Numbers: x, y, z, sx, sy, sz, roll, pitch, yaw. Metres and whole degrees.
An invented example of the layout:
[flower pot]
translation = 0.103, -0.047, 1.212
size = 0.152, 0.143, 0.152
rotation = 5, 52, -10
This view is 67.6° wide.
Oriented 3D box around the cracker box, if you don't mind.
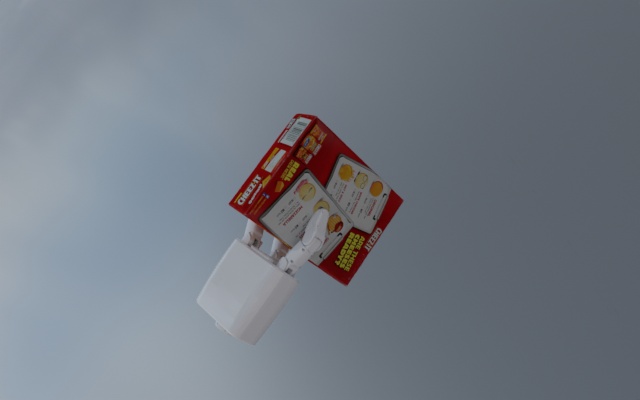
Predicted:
[cracker box]
translation = 0.000, 0.002, 0.701
size = 0.214, 0.164, 0.072
rotation = 39, -8, -34
